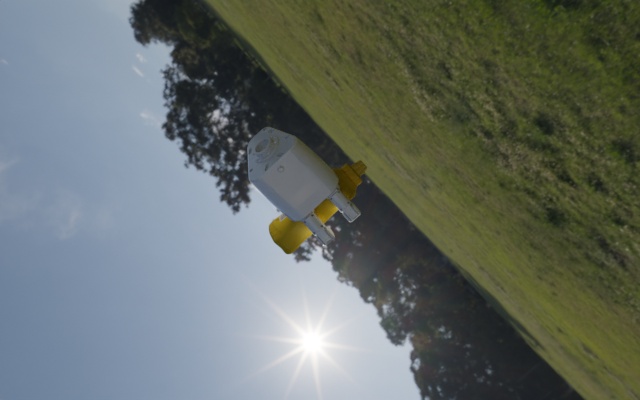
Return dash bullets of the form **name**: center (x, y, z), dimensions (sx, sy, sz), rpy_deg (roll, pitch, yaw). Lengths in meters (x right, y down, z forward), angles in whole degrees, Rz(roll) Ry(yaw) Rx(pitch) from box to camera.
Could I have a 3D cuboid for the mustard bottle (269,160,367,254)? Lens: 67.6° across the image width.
- **mustard bottle**: center (0.000, 0.003, 0.795), dimensions (0.191, 0.058, 0.096), rpy_deg (-42, 14, 6)
